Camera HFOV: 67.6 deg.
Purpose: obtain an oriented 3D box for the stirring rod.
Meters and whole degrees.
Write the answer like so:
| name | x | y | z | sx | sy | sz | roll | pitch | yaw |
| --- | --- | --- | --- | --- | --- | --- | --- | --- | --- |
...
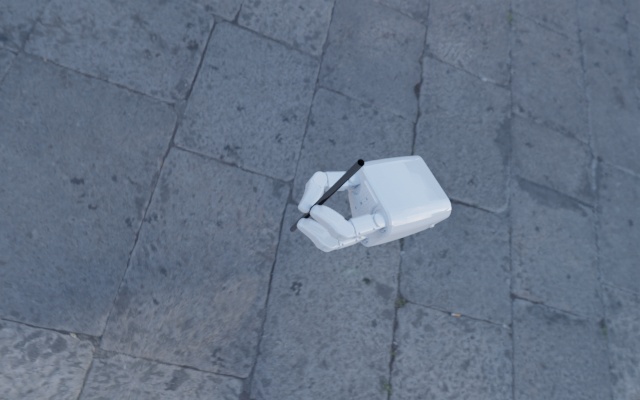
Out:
| name | x | y | z | sx | sy | sz | roll | pitch | yaw |
| --- | --- | --- | --- | --- | --- | --- | --- | --- | --- |
| stirring rod | 0.000 | 0.002 | 0.590 | 0.011 | 0.011 | 0.240 | 0 | -20 | -21 |
